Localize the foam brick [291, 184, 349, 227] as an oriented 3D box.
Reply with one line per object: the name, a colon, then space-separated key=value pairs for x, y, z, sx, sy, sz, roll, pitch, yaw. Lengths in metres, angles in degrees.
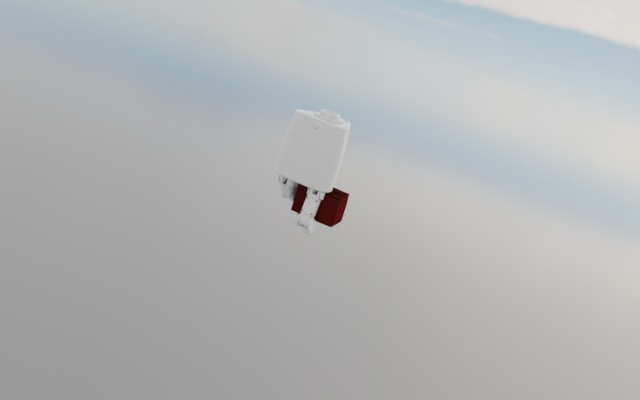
foam brick: x=0.000 y=0.003 z=0.791 sx=0.078 sy=0.051 sz=0.053 roll=23 pitch=17 yaw=15
